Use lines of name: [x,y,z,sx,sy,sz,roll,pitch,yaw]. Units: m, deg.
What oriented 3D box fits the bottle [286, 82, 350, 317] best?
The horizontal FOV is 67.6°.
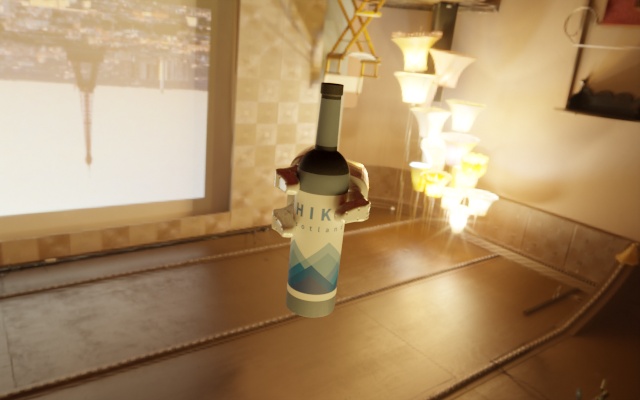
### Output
bottle: [0.000,0.002,0.606,0.069,0.296,0.069,5,17,-2]
